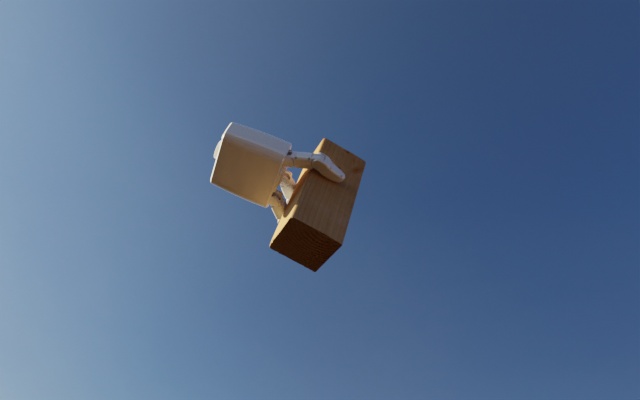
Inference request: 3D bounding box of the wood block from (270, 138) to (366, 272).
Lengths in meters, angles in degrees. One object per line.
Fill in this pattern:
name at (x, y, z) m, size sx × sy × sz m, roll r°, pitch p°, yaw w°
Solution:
wood block at (0.000, 0.002, 0.801) m, size 0.090 × 0.206 × 0.091 m, roll 30°, pitch -46°, yaw -9°
